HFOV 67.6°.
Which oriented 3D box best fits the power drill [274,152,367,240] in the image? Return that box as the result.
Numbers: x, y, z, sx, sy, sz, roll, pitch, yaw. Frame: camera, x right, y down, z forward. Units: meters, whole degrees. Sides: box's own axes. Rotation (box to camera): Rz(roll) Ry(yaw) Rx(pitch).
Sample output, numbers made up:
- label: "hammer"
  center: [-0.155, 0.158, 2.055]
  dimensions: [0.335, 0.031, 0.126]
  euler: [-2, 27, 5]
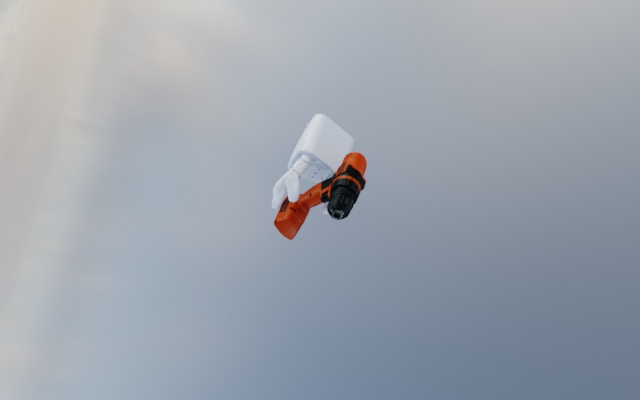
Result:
- label: "power drill"
  center: [0.000, 0.003, 0.887]
  dimensions: [0.188, 0.057, 0.184]
  euler: [-30, 20, 32]
